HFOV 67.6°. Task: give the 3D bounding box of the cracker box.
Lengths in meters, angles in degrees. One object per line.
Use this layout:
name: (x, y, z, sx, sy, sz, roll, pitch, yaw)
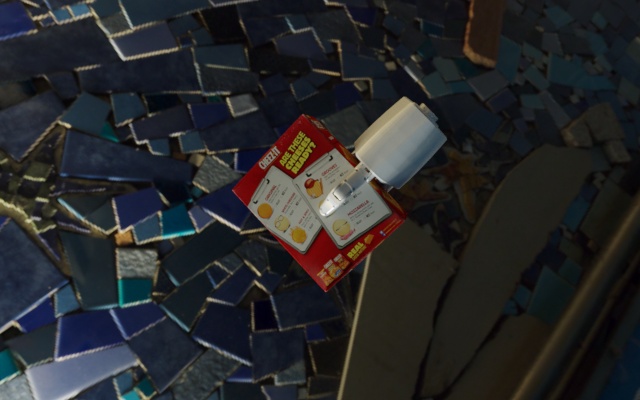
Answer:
cracker box: (0.000, 0.003, 0.728, 0.164, 0.213, 0.072, -45, -6, 14)
